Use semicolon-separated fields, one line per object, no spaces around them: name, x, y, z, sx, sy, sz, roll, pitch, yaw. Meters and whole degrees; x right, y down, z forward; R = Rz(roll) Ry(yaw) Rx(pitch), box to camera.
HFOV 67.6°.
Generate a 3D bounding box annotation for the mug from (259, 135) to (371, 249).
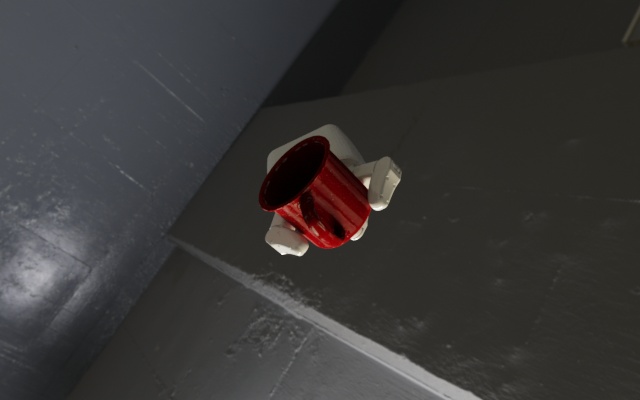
mug;0.000;0.002;0.475;0.081;0.093;0.117;42;17;-30
